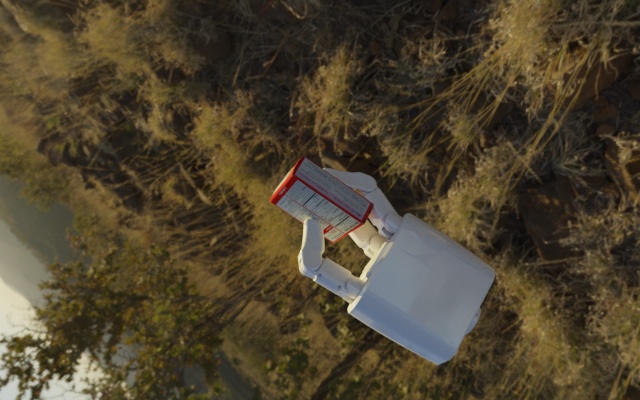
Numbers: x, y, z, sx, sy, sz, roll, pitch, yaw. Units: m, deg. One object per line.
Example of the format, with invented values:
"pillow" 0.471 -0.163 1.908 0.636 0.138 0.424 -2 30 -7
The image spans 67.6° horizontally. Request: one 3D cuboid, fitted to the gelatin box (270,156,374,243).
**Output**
"gelatin box" 0.000 0.002 0.497 0.089 0.030 0.073 33 -30 -8
